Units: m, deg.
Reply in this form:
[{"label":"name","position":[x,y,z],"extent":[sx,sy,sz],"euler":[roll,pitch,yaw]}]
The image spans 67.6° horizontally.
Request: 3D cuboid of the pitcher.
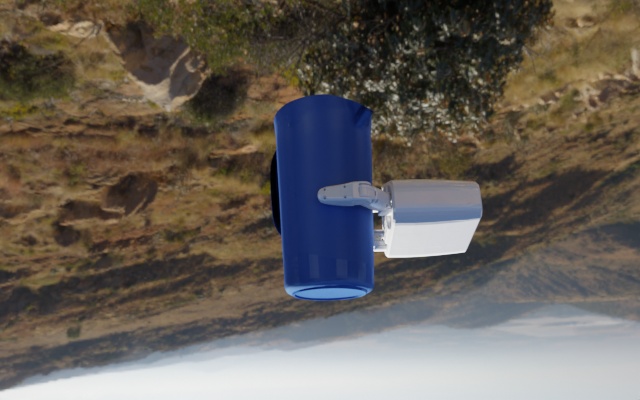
[{"label":"pitcher","position":[0.000,0.002,0.618],"extent":[0.145,0.242,0.149],"euler":[-2,-20,0]}]
